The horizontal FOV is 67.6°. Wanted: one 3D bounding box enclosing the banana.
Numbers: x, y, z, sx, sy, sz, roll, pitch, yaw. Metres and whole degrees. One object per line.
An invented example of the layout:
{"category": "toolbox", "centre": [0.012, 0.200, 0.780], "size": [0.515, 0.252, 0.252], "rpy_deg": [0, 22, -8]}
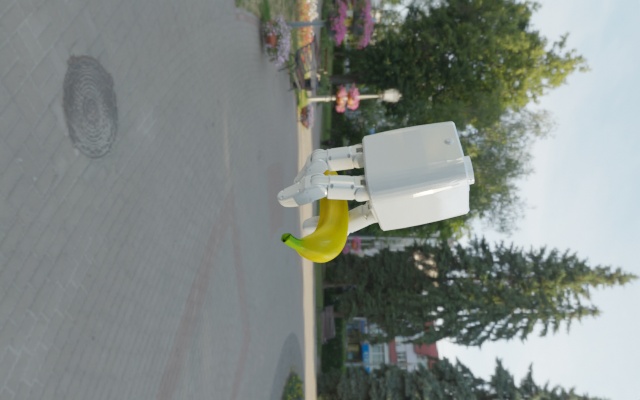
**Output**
{"category": "banana", "centre": [0.008, 0.019, 0.566], "size": [0.037, 0.070, 0.197], "rpy_deg": [-21, 19, 20]}
